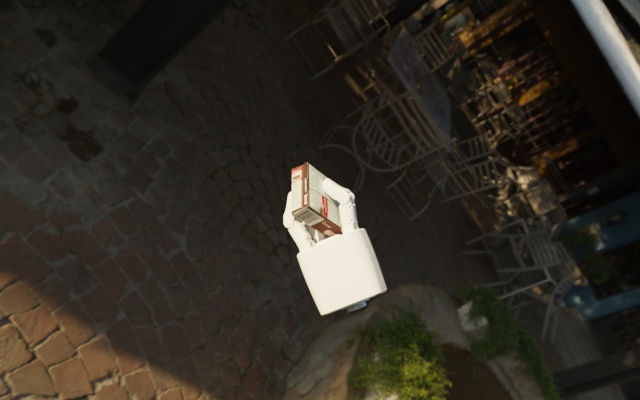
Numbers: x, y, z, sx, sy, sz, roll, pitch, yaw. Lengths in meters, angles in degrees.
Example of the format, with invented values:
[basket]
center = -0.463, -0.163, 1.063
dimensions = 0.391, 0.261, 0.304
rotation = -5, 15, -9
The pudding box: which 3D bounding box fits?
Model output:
[pudding box]
center = 0.000, 0.003, 0.794
dimensions = 0.039, 0.090, 0.113
rotation = -24, -39, 28
